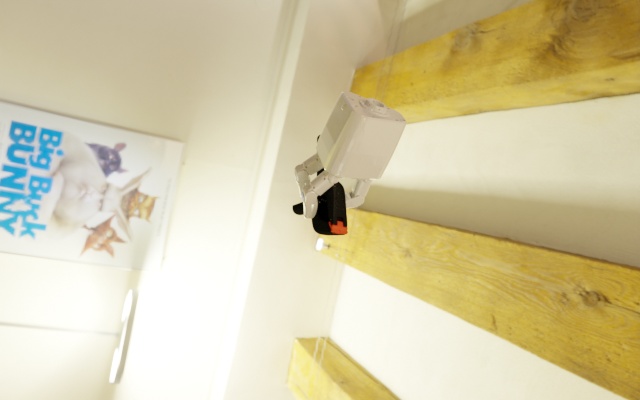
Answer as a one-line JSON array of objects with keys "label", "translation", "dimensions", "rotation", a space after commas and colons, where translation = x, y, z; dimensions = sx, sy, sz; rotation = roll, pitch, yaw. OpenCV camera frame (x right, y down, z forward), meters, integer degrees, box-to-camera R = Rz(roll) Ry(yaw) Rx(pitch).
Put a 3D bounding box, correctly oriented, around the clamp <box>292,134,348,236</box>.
[{"label": "clamp", "translation": [0.001, 0.003, 0.816], "dimensions": [0.036, 0.165, 0.209], "rotation": [10, 33, -22]}]
